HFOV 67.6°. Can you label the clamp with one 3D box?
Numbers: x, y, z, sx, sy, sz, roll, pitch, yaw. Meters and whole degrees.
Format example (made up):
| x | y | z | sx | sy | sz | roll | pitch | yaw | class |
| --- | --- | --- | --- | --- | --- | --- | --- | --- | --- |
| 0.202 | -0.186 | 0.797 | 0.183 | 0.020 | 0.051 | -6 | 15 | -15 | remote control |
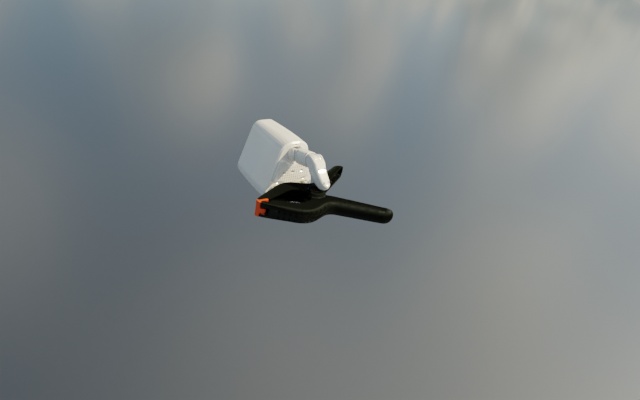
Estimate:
| x | y | z | sx | sy | sz | roll | pitch | yaw | class |
| --- | --- | --- | --- | --- | --- | --- | --- | --- | --- |
| 0.000 | 0.002 | 0.752 | 0.210 | 0.036 | 0.164 | -13 | 37 | -36 | clamp |
